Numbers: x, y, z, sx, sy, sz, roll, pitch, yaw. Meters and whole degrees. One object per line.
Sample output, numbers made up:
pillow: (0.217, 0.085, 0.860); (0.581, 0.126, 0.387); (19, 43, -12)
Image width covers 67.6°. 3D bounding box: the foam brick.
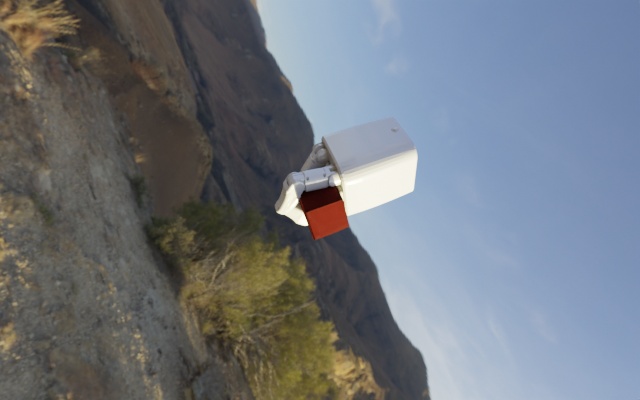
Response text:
foam brick: (0.000, 0.002, 0.636); (0.051, 0.053, 0.078); (-18, 42, -5)
